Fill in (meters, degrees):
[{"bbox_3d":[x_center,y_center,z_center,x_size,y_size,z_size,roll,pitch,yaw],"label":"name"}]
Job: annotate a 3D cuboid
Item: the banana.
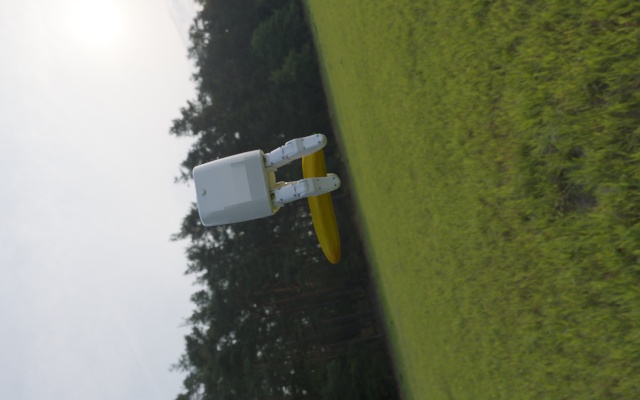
[{"bbox_3d":[-0.001,-0.004,0.727,0.037,0.198,0.069,-11,10,0],"label":"banana"}]
